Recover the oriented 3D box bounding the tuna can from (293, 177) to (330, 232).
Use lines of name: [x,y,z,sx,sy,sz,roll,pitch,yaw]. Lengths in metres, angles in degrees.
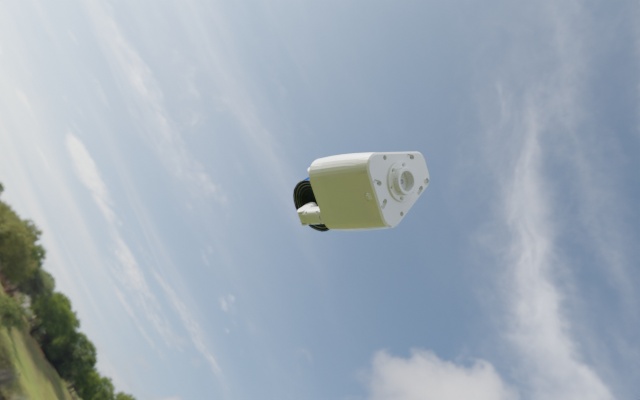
tuna can: [0.000,0.002,0.731,0.086,0.086,0.033,0,24,46]
